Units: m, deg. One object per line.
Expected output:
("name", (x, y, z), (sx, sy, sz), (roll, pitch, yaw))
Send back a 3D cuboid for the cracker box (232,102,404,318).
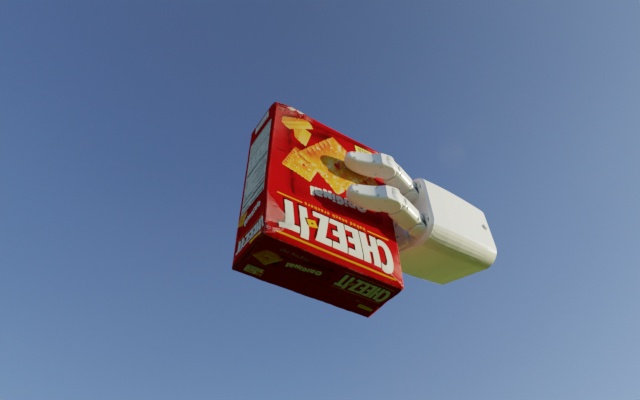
("cracker box", (0.000, 0.002, 0.534), (0.164, 0.213, 0.072), (24, -51, -23))
